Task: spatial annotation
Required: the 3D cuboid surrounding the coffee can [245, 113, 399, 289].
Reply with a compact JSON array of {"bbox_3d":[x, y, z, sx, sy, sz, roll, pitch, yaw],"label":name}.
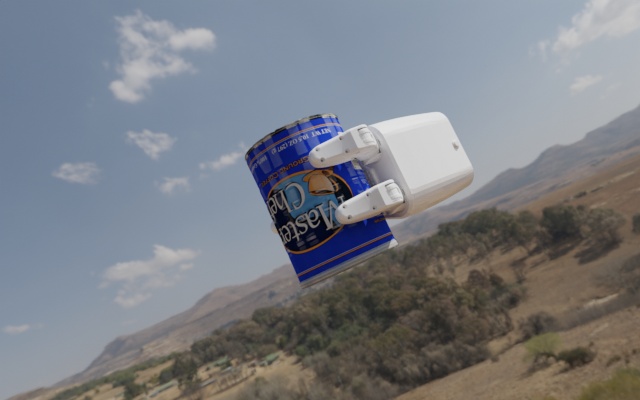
[{"bbox_3d":[0.000,0.002,0.468,0.103,0.140,0.103,-24,-8,-4],"label":"coffee can"}]
